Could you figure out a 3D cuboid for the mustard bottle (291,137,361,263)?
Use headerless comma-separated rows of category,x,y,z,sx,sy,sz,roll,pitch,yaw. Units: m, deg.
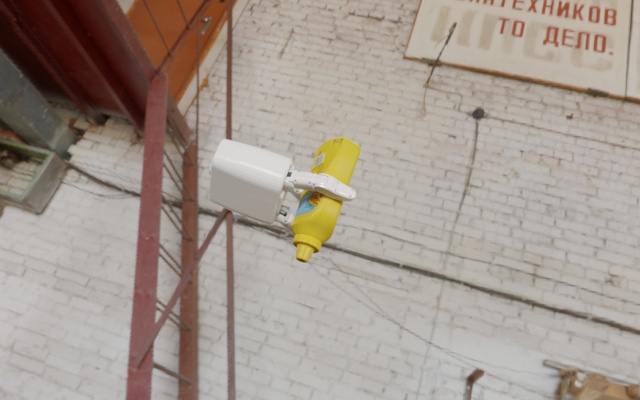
mustard bottle,0.000,0.002,0.716,0.058,0.191,0.096,29,-27,-21
